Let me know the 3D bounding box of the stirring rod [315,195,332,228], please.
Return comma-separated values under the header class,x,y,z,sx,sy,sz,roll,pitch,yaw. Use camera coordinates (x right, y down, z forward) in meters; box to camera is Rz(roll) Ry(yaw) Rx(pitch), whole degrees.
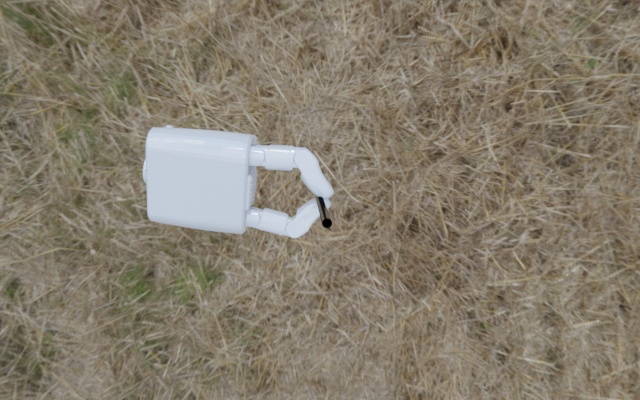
class,x,y,z,sx,sy,sz,roll,pitch,yaw
stirring rod,0.000,0.002,0.491,0.011,0.011,0.239,0,8,-2
